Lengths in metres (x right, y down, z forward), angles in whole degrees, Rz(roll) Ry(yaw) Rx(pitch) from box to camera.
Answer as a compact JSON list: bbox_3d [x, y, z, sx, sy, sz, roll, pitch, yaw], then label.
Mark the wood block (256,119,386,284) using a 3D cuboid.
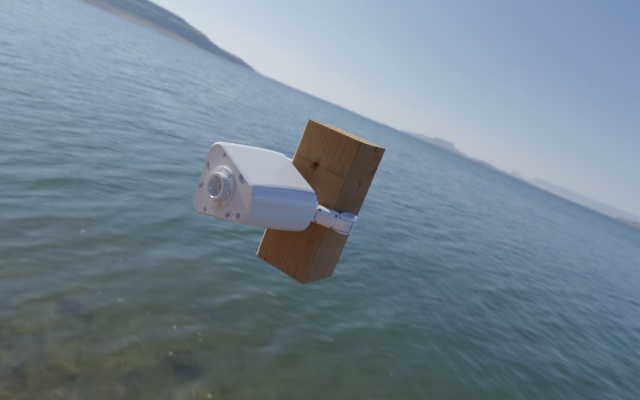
[{"bbox_3d":[0.000,0.002,0.677,0.091,0.206,0.090,28,13,25],"label":"wood block"}]
